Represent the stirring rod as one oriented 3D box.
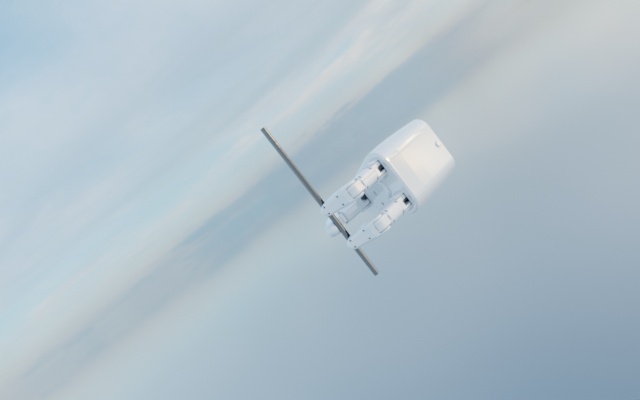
[{"bbox_3d":[0.000,0.002,0.619,0.011,0.239,0.011,-38,4,3],"label":"stirring rod"}]
